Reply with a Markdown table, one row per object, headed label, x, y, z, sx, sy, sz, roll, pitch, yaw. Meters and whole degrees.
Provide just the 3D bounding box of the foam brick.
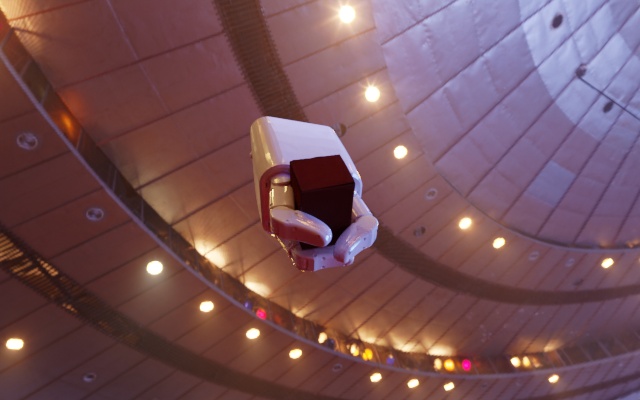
| label | x | y | z | sx | sy | sz | roll | pitch | yaw |
| --- | --- | --- | --- | --- | --- | --- | --- | --- | --- |
| foam brick | 0.000 | 0.001 | 0.468 | 0.053 | 0.078 | 0.051 | -8 | 42 | -12 |
